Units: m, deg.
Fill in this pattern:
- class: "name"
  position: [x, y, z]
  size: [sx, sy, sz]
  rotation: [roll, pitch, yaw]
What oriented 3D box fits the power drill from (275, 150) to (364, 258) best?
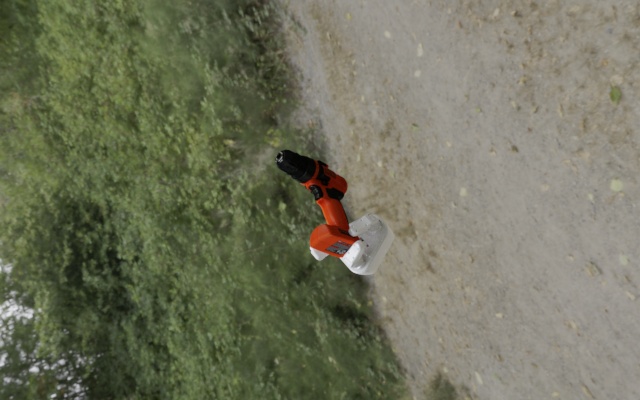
- class: "power drill"
  position: [0.000, 0.003, 0.877]
  size: [0.057, 0.187, 0.184]
  rotation: [-35, -38, 29]
